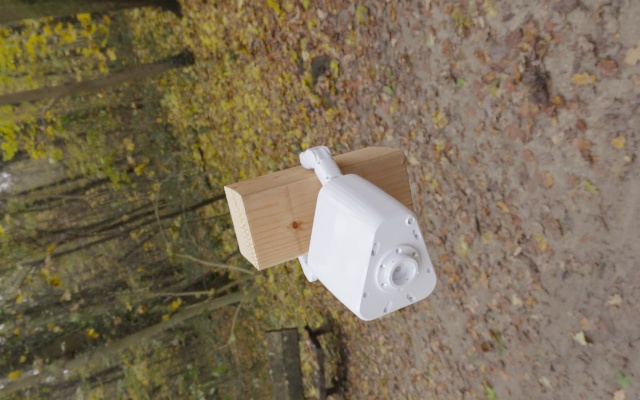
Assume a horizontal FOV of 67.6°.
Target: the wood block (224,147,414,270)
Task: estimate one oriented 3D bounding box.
[{"bbox_3d":[0.000,0.002,0.588,0.206,0.091,0.090,-17,15,-20],"label":"wood block"}]
